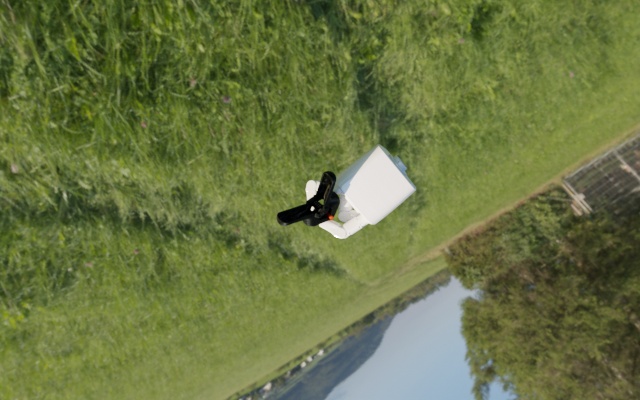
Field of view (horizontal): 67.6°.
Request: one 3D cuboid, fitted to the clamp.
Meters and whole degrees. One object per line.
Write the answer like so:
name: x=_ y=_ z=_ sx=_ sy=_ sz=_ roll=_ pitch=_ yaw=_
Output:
clamp: x=0.000 y=0.003 z=0.836 sx=0.120 sy=0.039 sz=0.171 roll=-39 pitch=-15 yaw=14
